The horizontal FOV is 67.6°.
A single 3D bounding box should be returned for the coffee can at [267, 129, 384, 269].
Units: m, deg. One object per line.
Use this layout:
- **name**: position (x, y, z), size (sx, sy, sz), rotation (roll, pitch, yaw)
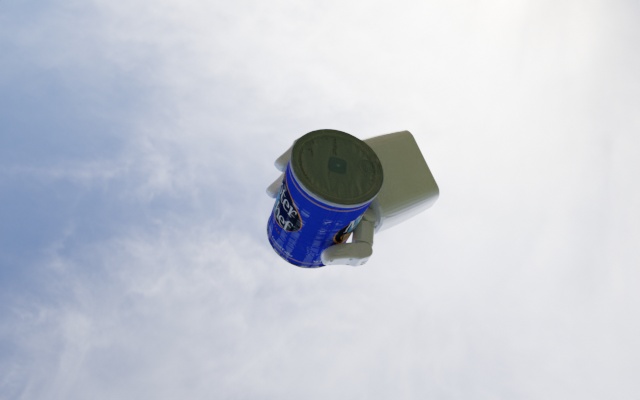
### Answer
- **coffee can**: position (0.000, 0.002, 0.554), size (0.103, 0.102, 0.140), rotation (0, -35, -19)
